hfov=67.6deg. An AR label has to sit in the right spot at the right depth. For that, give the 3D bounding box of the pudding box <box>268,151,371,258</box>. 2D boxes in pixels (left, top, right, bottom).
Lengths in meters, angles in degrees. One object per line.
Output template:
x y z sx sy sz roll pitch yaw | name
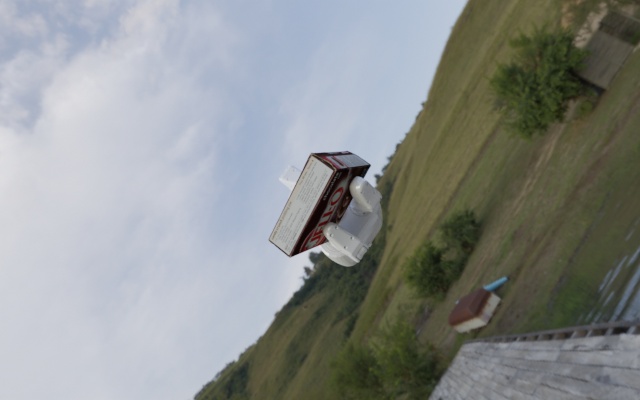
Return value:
0.000 0.002 0.525 0.039 0.113 0.090 33 21 20 | pudding box
